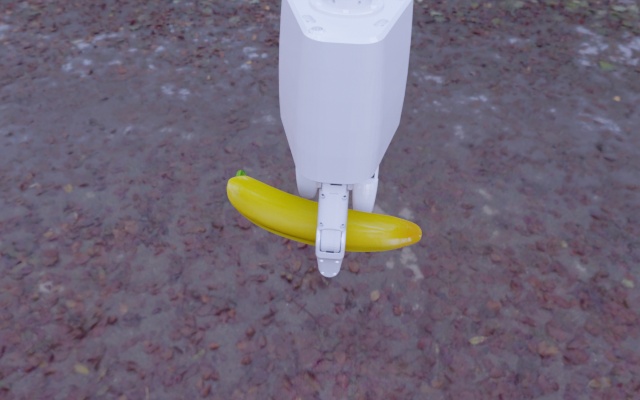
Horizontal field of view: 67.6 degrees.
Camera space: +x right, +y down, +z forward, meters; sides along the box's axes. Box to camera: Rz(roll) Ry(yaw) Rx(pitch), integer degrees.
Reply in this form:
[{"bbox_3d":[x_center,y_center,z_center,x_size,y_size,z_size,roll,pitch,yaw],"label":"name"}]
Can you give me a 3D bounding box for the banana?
[{"bbox_3d":[-0.012,0.010,0.425,0.198,0.037,0.069,20,39,21],"label":"banana"}]
